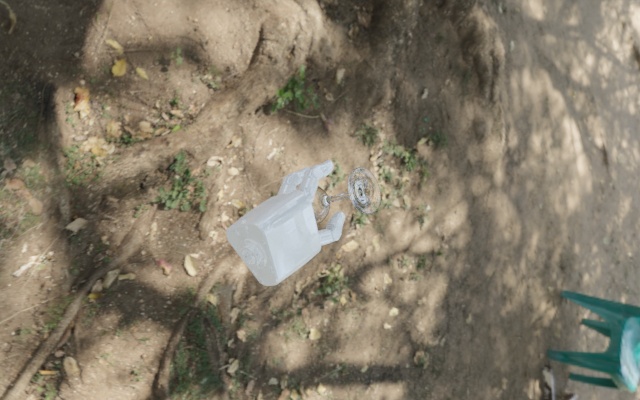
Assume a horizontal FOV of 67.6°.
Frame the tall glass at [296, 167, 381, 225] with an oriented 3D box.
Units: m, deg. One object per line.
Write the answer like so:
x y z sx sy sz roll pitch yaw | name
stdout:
0.001 0.003 0.803 0.079 0.079 0.201 0 -10 -44 | tall glass
